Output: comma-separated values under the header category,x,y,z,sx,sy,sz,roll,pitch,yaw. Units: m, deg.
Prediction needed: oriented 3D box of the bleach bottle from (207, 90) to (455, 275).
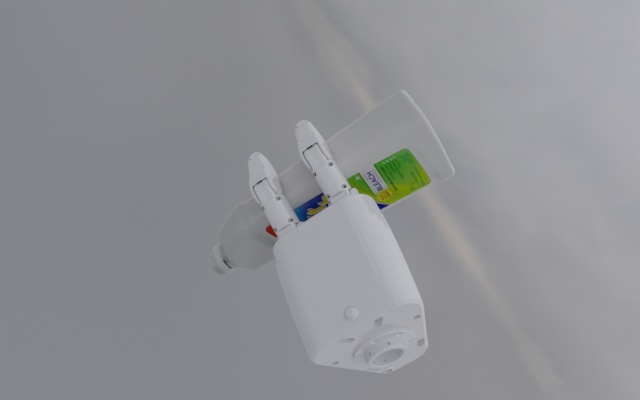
category,x,y,z,sx,sy,sz,roll,pitch,yaw
bleach bottle,0.000,0.001,0.473,0.251,0.068,0.103,-33,-42,11
